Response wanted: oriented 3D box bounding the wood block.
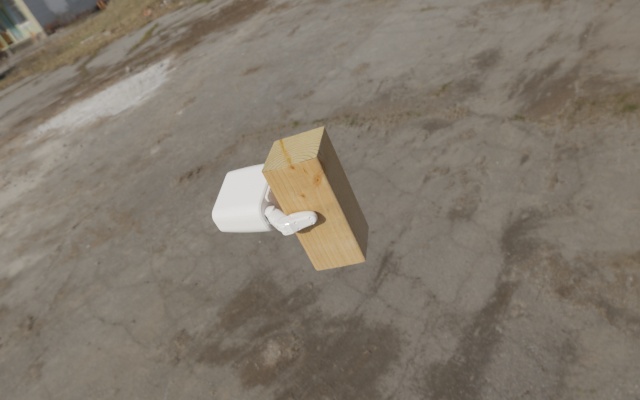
[{"bbox_3d":[0.000,0.003,0.755,0.090,0.206,0.090,-14,34,20],"label":"wood block"}]
